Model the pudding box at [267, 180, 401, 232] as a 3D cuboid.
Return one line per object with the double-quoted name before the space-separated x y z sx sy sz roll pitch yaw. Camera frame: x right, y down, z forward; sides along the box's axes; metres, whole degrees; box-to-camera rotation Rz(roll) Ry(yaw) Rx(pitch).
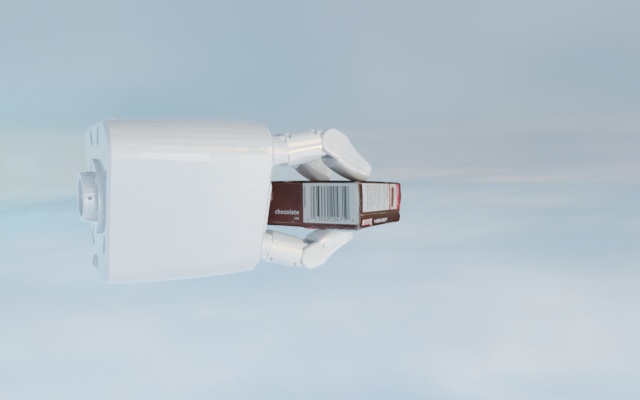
"pudding box" 0.000 0.001 0.402 0.113 0.039 0.090 3 4 29
